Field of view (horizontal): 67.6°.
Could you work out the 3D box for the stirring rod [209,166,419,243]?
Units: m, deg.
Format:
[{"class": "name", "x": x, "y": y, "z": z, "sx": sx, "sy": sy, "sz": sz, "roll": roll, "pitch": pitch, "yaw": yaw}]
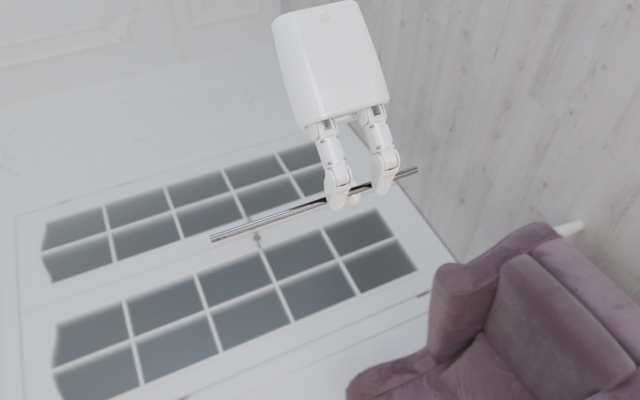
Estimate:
[{"class": "stirring rod", "x": 0.000, "y": 0.002, "z": 0.508, "sx": 0.239, "sy": 0.011, "sz": 0.011, "roll": -19, "pitch": 5, "yaw": -17}]
